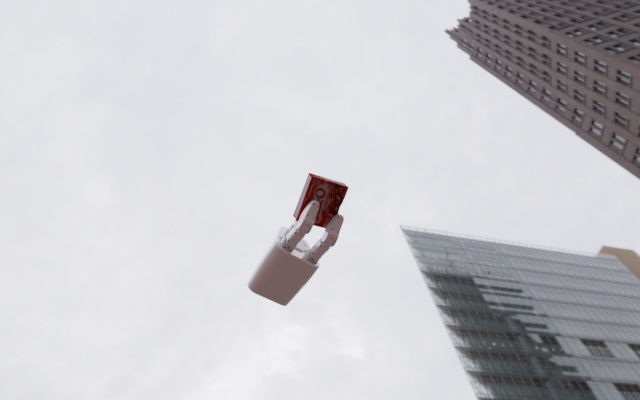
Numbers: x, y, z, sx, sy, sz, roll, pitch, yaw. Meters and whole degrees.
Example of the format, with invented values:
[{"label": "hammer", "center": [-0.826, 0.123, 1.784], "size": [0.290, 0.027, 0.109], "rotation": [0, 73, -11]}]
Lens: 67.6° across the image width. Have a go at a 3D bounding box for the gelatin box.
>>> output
[{"label": "gelatin box", "center": [0.000, 0.002, 0.861], "size": [0.073, 0.089, 0.030], "rotation": [16, 15, -19]}]
